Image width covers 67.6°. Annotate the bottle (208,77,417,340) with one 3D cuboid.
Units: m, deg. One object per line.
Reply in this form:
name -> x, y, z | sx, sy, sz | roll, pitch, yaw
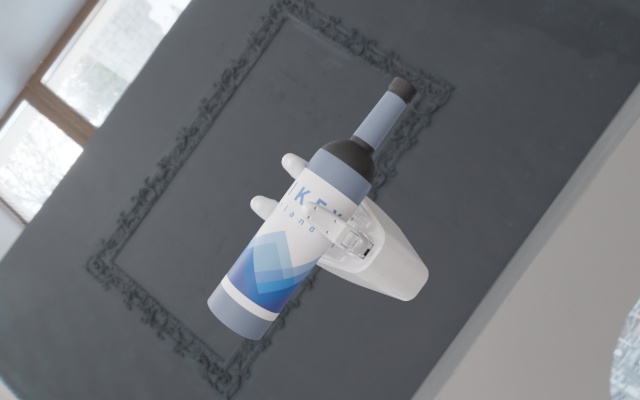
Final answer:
bottle -> 0.000, 0.002, 0.483 | 0.069, 0.295, 0.069 | 36, 0, 0
